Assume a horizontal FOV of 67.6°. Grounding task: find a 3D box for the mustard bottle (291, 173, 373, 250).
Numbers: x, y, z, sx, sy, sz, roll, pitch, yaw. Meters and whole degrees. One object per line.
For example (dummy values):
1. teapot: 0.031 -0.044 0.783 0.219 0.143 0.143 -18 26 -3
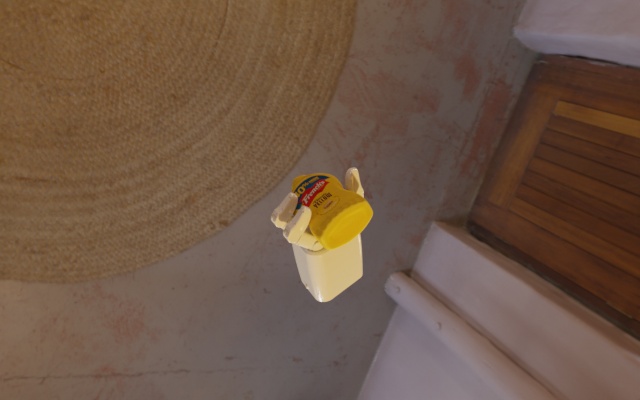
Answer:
1. mustard bottle: 0.000 0.002 0.797 0.096 0.058 0.191 -41 36 -6
